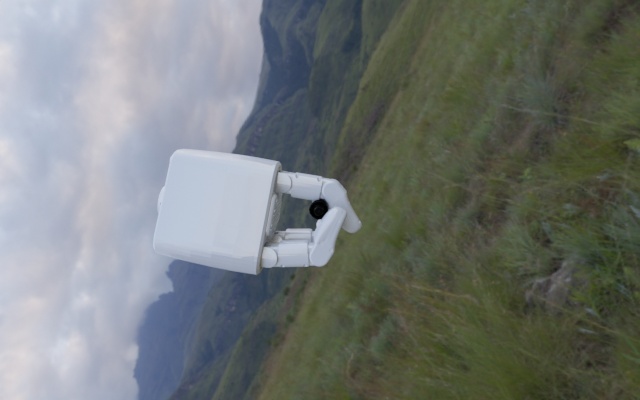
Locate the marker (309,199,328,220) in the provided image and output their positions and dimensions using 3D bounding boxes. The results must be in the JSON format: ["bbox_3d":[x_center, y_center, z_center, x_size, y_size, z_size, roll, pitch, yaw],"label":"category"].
[{"bbox_3d":[0.000,0.002,0.517,0.020,0.020,0.121,0,8,2],"label":"marker"}]
